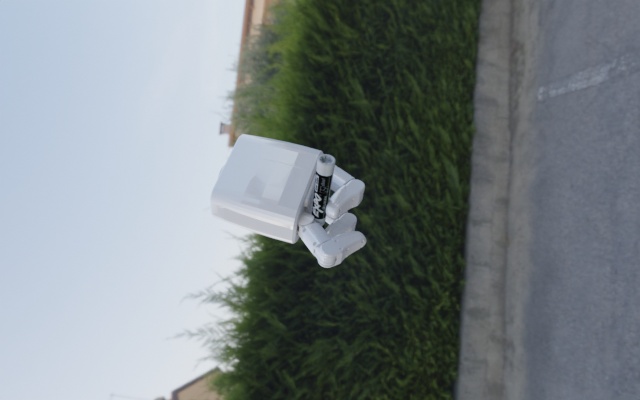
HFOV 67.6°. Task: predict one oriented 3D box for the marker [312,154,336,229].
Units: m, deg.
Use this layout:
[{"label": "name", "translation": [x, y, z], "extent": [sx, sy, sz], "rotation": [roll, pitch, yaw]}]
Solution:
[{"label": "marker", "translation": [0.000, 0.002, 0.531], "extent": [0.020, 0.121, 0.020], "rotation": [4, 43, -4]}]
